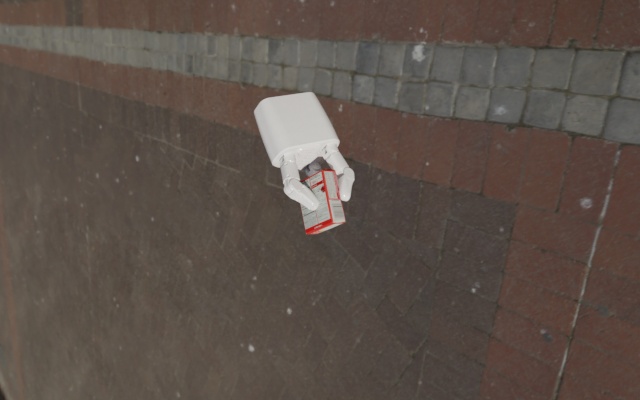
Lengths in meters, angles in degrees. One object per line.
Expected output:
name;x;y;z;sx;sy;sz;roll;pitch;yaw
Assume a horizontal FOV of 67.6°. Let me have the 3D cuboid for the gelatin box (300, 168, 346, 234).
gelatin box;0.000;0.003;0.761;0.030;0.089;0.073;-1;-17;-38
